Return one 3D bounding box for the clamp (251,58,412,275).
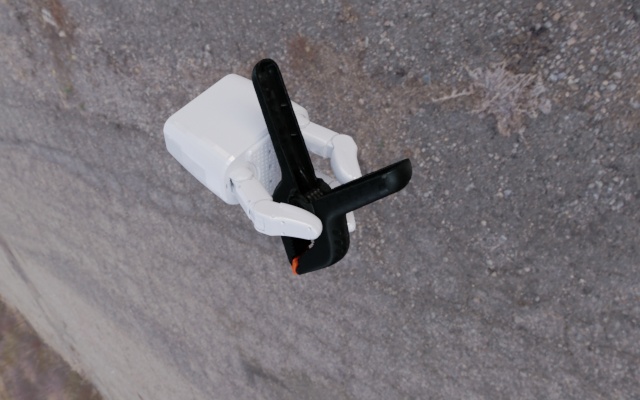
[{"bbox_3d":[-0.001,0.002,0.418,0.036,0.210,0.164,-30,51,-31],"label":"clamp"}]
